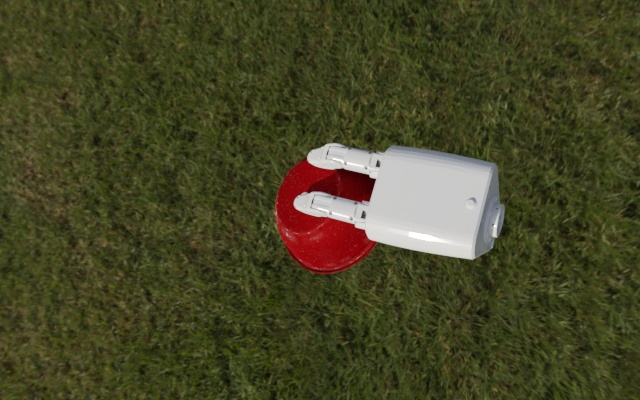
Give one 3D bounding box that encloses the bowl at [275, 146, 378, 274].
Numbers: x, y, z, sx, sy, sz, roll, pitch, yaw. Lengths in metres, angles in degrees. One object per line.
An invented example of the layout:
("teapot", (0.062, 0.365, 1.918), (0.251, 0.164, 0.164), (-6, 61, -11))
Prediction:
("bowl", (-0.001, 0.002, 0.563), (0.162, 0.162, 0.055), (0, -17, 37))
